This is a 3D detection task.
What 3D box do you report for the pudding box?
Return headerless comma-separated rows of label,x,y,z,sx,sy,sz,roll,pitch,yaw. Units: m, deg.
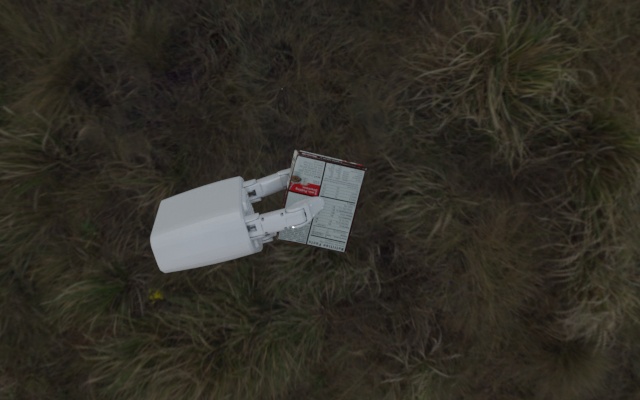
pudding box,0.000,0.002,0.590,0.090,0.113,0.039,12,12,-7
